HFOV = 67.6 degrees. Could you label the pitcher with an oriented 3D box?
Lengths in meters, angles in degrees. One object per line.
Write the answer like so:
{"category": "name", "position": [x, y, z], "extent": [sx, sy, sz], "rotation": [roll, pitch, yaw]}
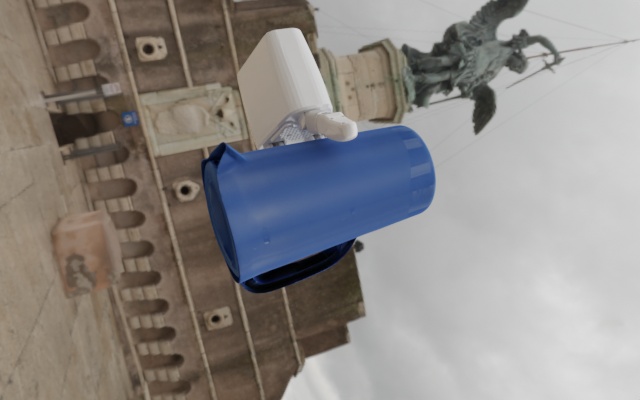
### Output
{"category": "pitcher", "position": [0.000, 0.002, 0.533], "extent": [0.243, 0.145, 0.149], "rotation": [-15, -13, -19]}
